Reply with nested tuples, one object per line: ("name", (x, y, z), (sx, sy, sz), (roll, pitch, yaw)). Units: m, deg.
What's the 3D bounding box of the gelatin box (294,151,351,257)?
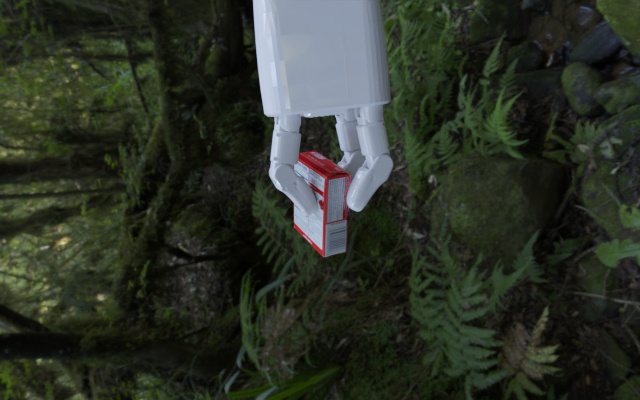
("gelatin box", (0.000, 0.002, 0.489), (0.030, 0.089, 0.073), (-10, 26, -26))
